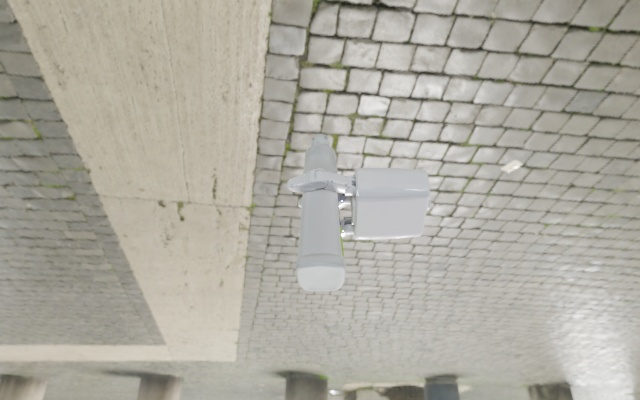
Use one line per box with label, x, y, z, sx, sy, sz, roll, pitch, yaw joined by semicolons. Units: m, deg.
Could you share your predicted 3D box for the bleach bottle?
bleach bottle;0.000;0.002;0.720;0.068;0.250;0.103;-1;-31;1
